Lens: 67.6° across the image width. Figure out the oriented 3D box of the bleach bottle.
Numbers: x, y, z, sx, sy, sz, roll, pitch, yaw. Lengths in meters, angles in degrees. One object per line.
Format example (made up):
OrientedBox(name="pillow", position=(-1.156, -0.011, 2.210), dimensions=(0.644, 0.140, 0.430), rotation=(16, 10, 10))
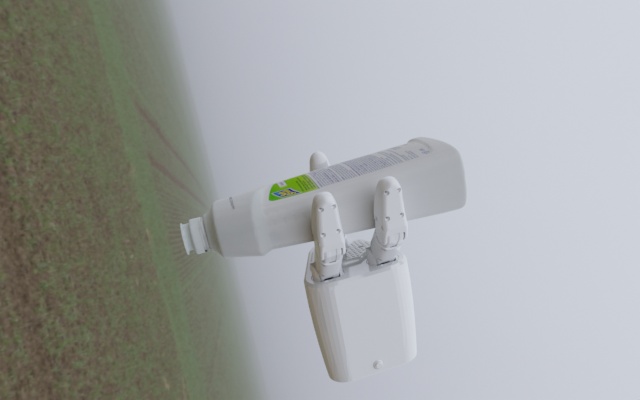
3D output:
OrientedBox(name="bleach bottle", position=(0.000, 0.001, 0.442), dimensions=(0.251, 0.068, 0.102), rotation=(-14, 15, -11))
